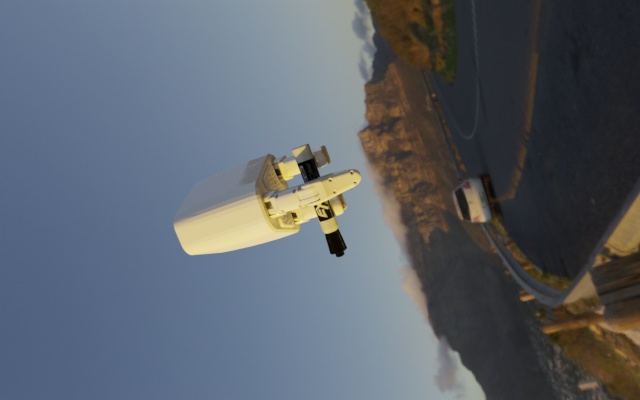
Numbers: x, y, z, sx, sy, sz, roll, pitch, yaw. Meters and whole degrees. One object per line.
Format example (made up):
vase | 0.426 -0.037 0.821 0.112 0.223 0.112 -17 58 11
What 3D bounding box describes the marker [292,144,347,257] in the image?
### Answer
marker | 0.000 0.002 0.490 0.020 0.121 0.020 -20 8 3
